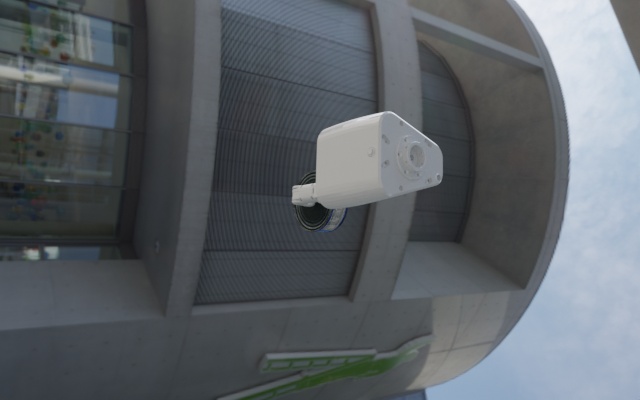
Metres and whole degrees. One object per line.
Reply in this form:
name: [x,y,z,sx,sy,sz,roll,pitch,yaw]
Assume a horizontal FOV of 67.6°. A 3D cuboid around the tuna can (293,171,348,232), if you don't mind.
tuna can: [0.001,0.002,0.673,0.034,0.086,0.086,5,-3,-40]
